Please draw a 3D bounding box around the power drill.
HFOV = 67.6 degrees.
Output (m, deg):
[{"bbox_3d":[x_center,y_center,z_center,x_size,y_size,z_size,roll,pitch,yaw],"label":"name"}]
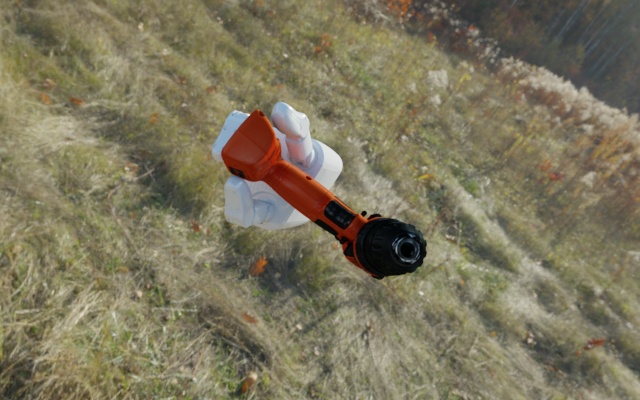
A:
[{"bbox_3d":[0.000,0.001,0.433,0.187,0.057,0.184,39,-9,-2],"label":"power drill"}]
